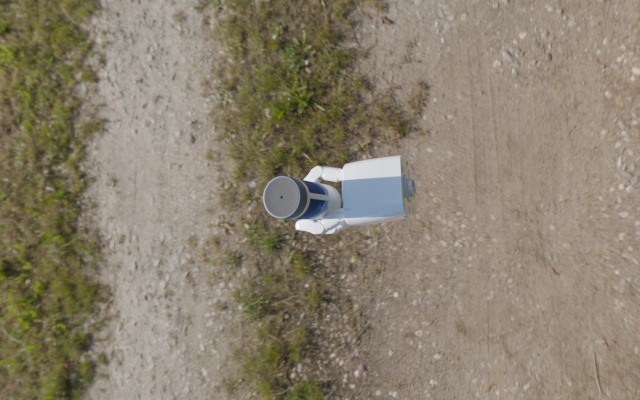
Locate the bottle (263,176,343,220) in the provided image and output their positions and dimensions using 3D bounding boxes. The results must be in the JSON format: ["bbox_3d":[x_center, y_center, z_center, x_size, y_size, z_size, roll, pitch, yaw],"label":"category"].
[{"bbox_3d":[0.000,0.003,0.872,0.069,0.069,0.296,0,-3,24],"label":"bottle"}]
